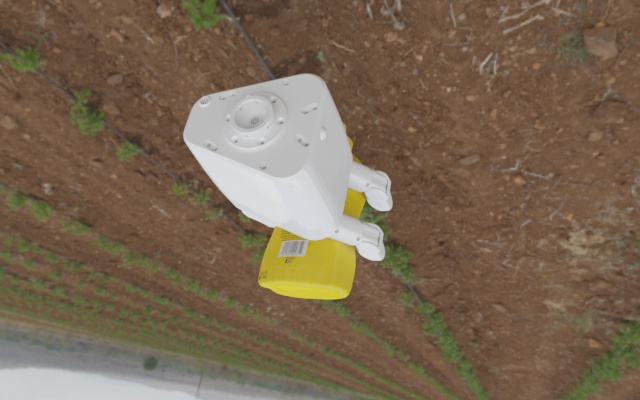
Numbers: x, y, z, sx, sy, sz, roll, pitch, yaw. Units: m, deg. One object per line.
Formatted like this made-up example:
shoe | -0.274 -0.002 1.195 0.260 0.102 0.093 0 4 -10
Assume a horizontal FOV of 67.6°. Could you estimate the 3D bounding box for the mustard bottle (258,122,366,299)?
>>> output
mustard bottle | 0.000 0.002 0.492 0.096 0.191 0.058 -6 -29 37
